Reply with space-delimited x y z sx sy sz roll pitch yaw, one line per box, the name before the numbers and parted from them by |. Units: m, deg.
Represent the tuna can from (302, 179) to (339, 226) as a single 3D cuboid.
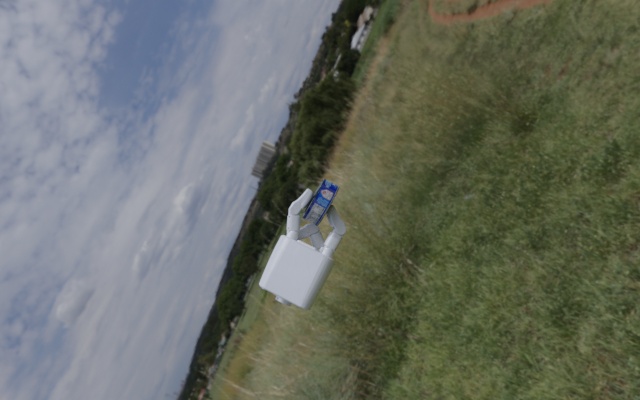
tuna can | 0.000 0.003 0.896 0.034 0.086 0.086 30 -2 -3
